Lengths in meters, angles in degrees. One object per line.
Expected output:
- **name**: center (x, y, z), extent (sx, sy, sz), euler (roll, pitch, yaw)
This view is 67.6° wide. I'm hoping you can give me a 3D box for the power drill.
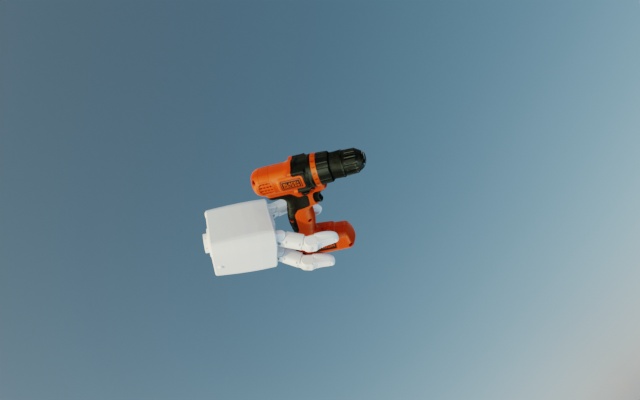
- **power drill**: center (0.000, 0.003, 0.787), extent (0.184, 0.188, 0.057), euler (-11, 39, 13)
